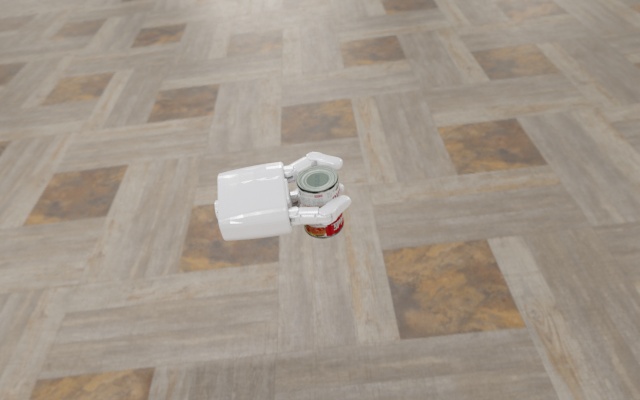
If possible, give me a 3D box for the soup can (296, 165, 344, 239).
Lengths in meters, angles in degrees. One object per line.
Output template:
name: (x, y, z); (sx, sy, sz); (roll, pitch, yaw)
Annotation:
soup can: (0.001, 0.002, 0.772); (0.068, 0.102, 0.068); (-5, 41, 4)
